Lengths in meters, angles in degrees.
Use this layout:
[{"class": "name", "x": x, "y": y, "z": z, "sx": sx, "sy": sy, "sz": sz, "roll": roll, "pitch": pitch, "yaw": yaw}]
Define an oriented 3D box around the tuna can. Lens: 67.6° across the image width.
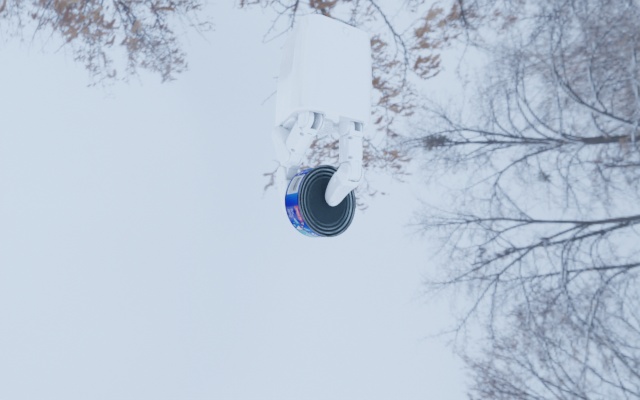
[{"class": "tuna can", "x": 0.000, "y": 0.002, "z": 0.572, "sx": 0.086, "sy": 0.086, "sz": 0.034, "roll": 0, "pitch": -6, "yaw": -38}]
